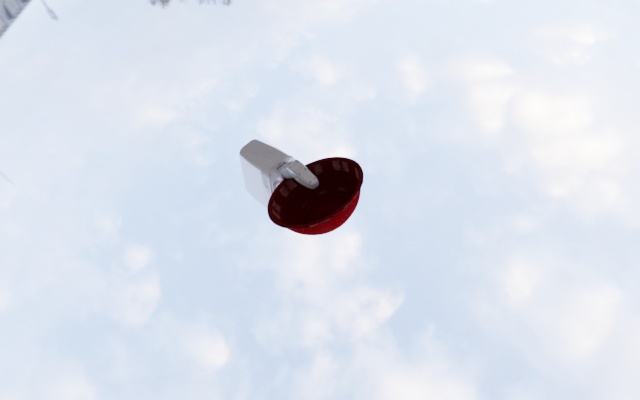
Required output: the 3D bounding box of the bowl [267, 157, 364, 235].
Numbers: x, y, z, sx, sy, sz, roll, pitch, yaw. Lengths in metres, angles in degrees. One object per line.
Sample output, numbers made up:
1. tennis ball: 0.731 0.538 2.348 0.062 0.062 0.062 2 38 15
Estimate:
1. bowl: 0.001 0.003 0.748 0.162 0.055 0.162 -19 36 14
